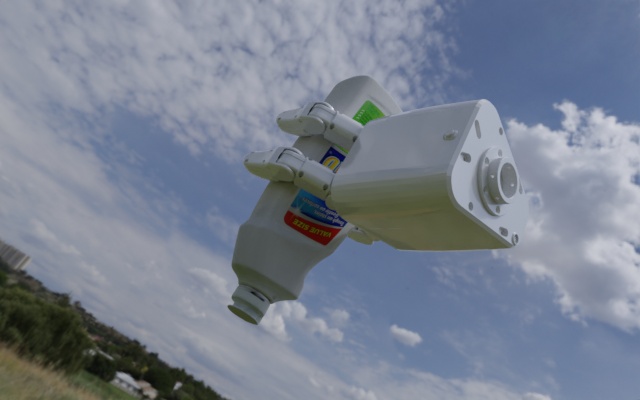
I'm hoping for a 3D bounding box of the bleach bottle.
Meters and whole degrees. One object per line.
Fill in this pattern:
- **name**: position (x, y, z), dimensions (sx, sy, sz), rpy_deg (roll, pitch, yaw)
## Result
- **bleach bottle**: position (0.000, 0.001, 0.441), dimensions (0.068, 0.250, 0.103), rpy_deg (-6, -45, 49)
